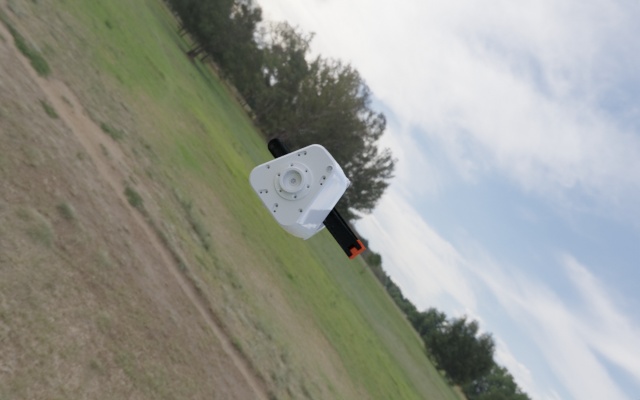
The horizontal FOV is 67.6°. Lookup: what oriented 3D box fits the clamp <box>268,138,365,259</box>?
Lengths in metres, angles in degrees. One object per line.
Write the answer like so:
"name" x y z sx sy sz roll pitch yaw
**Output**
"clamp" 0.001 0.002 0.764 0.036 0.210 0.164 -38 -13 4
